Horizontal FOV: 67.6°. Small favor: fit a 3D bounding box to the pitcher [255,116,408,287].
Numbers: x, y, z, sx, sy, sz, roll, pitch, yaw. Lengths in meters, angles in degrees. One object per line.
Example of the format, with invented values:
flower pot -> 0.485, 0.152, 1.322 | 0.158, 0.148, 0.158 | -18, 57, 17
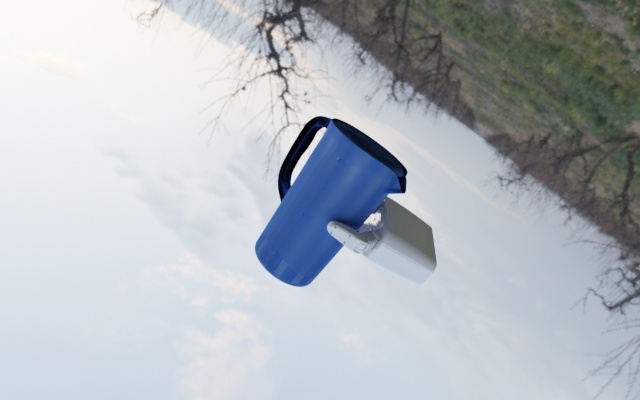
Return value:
pitcher -> 0.000, 0.002, 0.716 | 0.145, 0.243, 0.149 | 30, 19, -19
